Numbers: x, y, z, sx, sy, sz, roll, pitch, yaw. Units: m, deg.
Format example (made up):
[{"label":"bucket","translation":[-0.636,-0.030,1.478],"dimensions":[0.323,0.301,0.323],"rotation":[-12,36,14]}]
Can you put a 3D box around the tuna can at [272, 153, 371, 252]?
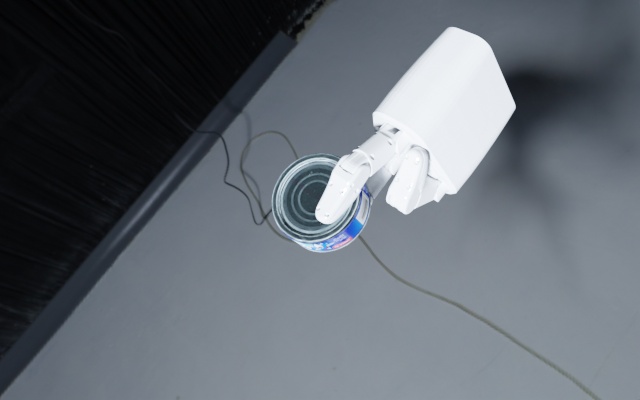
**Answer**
[{"label":"tuna can","translation":[0.000,0.001,0.430],"dimensions":[0.086,0.086,0.034],"rotation":[0,-18,22]}]
